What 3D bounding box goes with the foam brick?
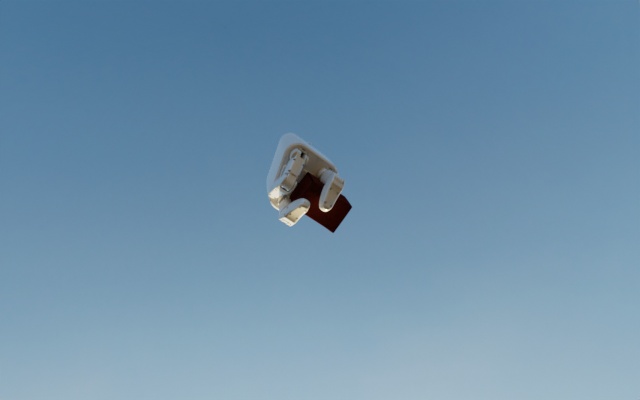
[{"bbox_3d":[0.000,0.003,0.738,0.078,0.053,0.051,34,9,-20],"label":"foam brick"}]
